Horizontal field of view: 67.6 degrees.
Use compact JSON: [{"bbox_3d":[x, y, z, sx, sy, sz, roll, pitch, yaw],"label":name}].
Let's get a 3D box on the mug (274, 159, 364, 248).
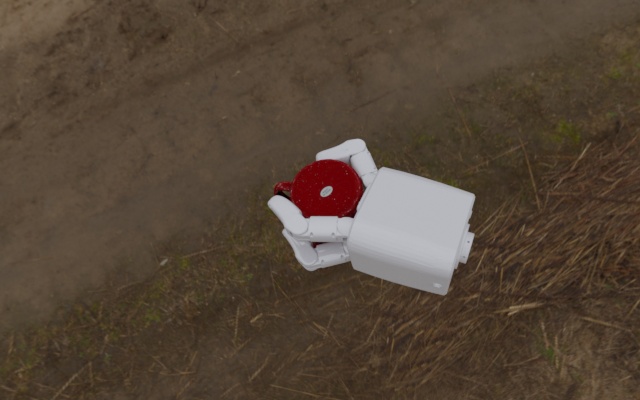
[{"bbox_3d":[-0.001,0.001,0.559,0.117,0.093,0.081,16,-23,17],"label":"mug"}]
